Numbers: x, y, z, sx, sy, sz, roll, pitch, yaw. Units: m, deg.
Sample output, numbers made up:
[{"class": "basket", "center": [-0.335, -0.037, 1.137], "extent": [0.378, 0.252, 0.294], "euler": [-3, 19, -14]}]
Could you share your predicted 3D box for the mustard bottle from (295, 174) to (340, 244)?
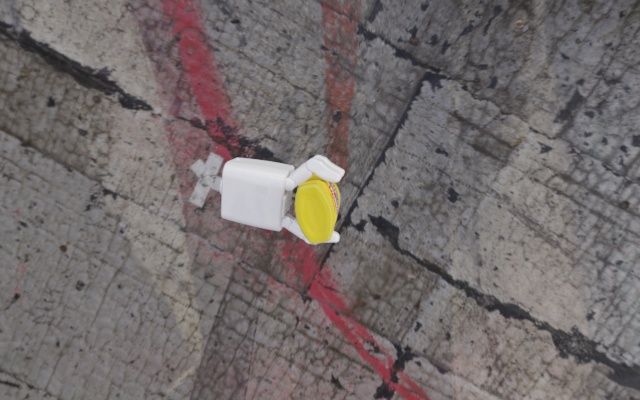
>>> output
[{"class": "mustard bottle", "center": [0.000, 0.003, 0.817], "extent": [0.058, 0.096, 0.191], "euler": [-13, 10, 9]}]
